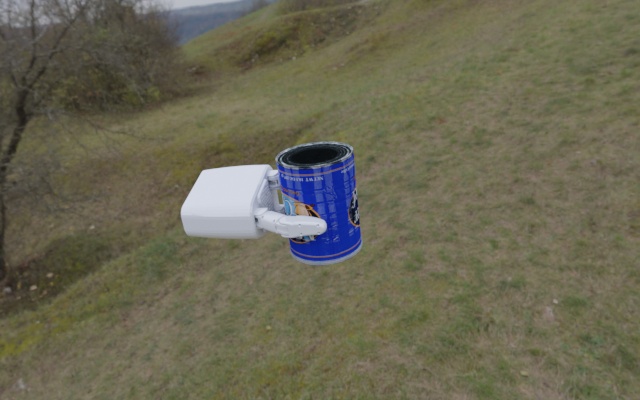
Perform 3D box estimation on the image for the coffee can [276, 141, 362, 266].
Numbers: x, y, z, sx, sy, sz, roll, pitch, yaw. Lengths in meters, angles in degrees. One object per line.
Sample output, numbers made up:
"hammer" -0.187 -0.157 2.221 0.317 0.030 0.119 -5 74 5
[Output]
"coffee can" 0.000 0.002 0.648 0.103 0.140 0.102 -6 23 3
